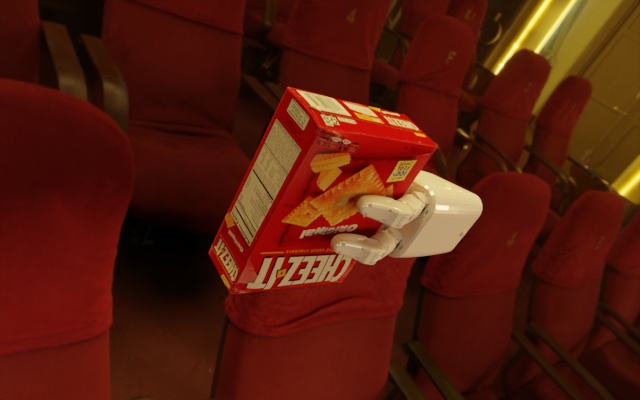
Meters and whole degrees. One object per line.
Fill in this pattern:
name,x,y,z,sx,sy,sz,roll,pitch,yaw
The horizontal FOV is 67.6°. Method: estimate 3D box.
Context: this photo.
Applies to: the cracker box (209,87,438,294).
cracker box,0.000,0.001,0.507,0.164,0.214,0.072,3,38,-41
